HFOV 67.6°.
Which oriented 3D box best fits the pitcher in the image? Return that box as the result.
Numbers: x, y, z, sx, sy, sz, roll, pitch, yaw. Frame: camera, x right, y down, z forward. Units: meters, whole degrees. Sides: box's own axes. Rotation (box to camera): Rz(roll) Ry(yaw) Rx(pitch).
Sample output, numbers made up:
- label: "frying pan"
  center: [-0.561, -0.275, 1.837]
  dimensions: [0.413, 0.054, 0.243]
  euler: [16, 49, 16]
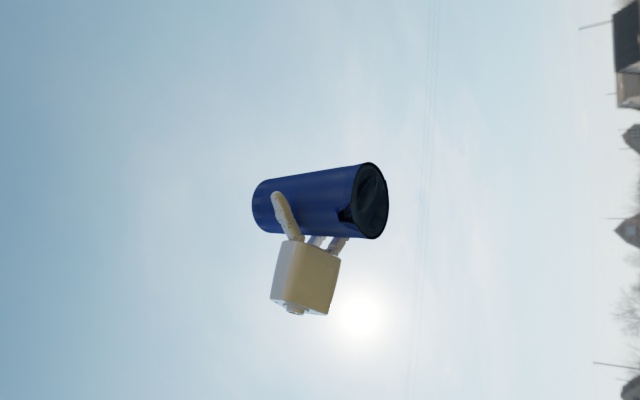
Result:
- label: "pitcher"
  center: [0.000, 0.003, 0.884]
  dimensions: [0.243, 0.145, 0.149]
  euler: [-3, -26, 35]
